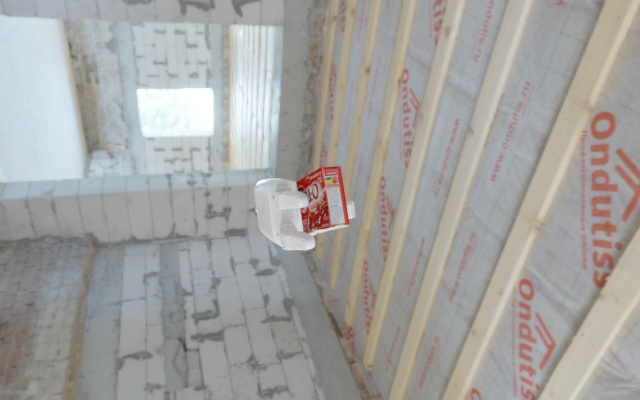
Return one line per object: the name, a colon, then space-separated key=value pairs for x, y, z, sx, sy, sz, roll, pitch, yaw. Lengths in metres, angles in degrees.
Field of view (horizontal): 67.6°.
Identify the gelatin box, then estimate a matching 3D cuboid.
gelatin box: x=0.001 y=0.002 z=0.600 sx=0.030 sy=0.073 sz=0.089 roll=-5 pitch=-7 yaw=-25
